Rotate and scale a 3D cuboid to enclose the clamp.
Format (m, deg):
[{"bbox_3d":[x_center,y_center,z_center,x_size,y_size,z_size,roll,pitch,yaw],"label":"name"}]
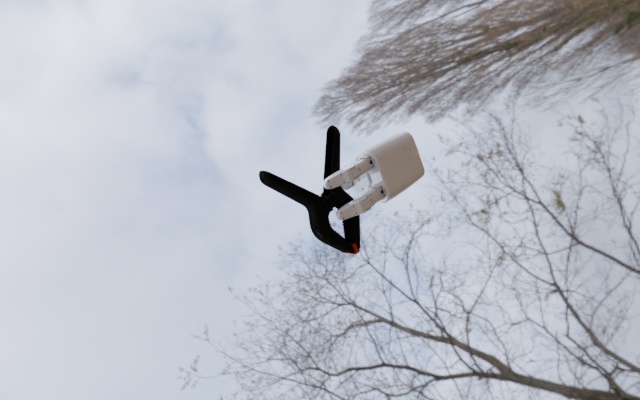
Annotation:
[{"bbox_3d":[0.000,0.003,0.773,0.164,0.210,0.036,-29,14,-29],"label":"clamp"}]
